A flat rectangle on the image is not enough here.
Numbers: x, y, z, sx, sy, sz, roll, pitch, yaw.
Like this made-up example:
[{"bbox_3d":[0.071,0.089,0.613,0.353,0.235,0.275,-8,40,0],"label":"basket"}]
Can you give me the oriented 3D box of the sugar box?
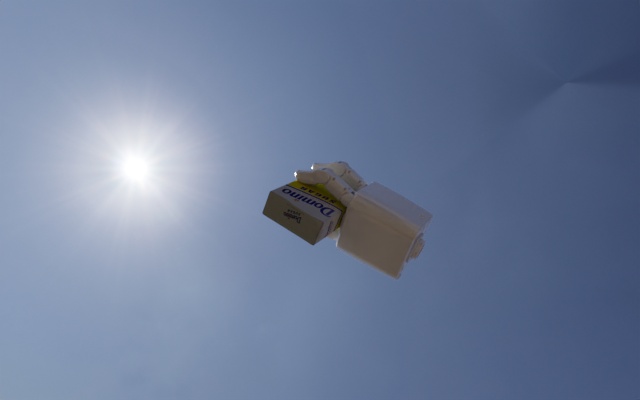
[{"bbox_3d":[0.000,0.002,0.727,0.093,0.048,0.176,30,24,17],"label":"sugar box"}]
